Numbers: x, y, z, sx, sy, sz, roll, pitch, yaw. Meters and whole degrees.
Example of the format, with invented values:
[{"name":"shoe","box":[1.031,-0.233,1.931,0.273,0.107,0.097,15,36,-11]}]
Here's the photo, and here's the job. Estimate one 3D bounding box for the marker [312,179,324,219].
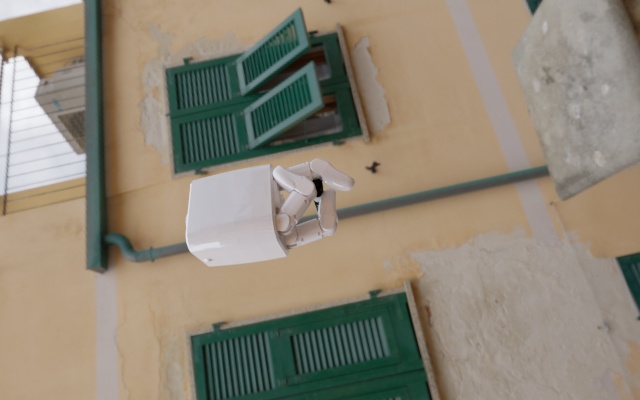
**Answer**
[{"name":"marker","box":[0.000,0.002,0.652,0.020,0.020,0.121,0,-24,7]}]
